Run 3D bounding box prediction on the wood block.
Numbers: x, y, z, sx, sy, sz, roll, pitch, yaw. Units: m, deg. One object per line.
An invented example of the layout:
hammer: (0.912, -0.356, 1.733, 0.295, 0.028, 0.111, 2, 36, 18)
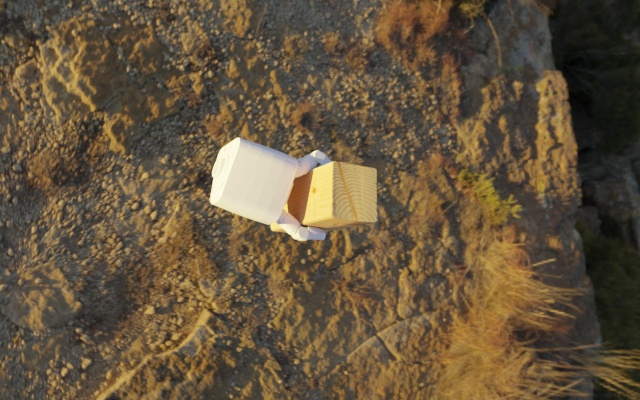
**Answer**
wood block: (0.000, 0.003, 0.831, 0.090, 0.091, 0.206, 8, -12, -31)
